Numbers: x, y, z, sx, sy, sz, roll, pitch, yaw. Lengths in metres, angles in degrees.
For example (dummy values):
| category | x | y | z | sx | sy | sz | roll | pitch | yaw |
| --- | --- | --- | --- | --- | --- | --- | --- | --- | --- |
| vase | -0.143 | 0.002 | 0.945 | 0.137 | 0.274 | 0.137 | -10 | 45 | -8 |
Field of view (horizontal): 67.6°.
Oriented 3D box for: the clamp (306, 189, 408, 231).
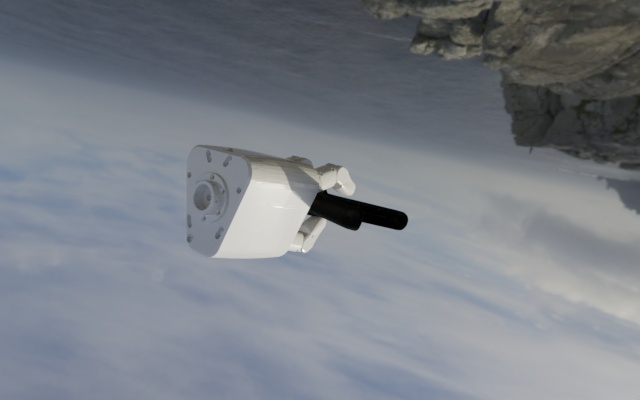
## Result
| category | x | y | z | sx | sy | sz | roll | pitch | yaw |
| --- | --- | --- | --- | --- | --- | --- | --- | --- | --- |
| clamp | -0.001 | 0.003 | 0.600 | 0.210 | 0.036 | 0.164 | 17 | 4 | 34 |
